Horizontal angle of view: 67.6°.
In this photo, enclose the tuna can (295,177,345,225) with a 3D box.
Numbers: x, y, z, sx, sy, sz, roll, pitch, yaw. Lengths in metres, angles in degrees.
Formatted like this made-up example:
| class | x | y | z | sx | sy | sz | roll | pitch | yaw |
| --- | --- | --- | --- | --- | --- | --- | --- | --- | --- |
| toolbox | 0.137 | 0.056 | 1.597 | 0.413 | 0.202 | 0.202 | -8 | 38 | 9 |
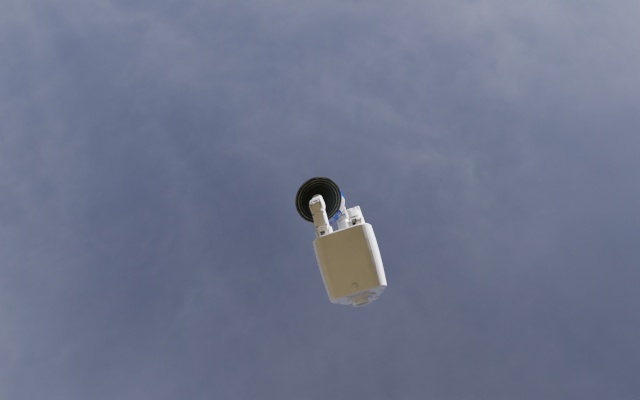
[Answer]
| class | x | y | z | sx | sy | sz | roll | pitch | yaw |
| --- | --- | --- | --- | --- | --- | --- | --- | --- | --- |
| tuna can | 0.000 | 0.003 | 0.860 | 0.086 | 0.086 | 0.034 | 0 | -16 | 16 |
